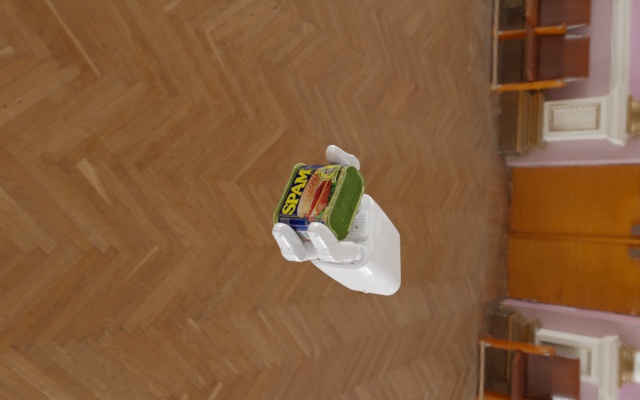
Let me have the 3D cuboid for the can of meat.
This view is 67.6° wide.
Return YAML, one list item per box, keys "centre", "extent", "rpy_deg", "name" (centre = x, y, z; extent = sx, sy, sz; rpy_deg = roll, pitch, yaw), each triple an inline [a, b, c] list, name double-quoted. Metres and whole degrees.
- centre: [0.000, 0.002, 0.607]
  extent: [0.084, 0.102, 0.057]
  rpy_deg: [2, -32, 37]
  name: "can of meat"
